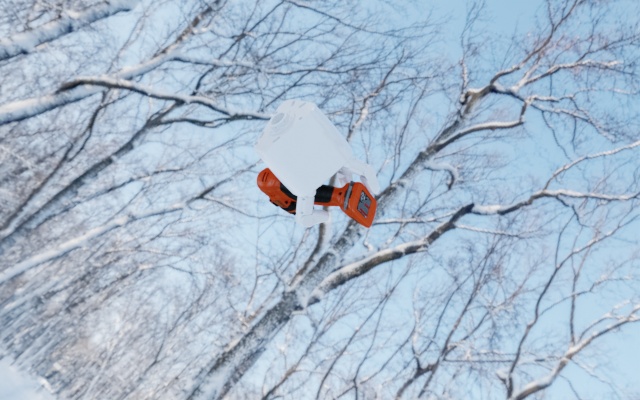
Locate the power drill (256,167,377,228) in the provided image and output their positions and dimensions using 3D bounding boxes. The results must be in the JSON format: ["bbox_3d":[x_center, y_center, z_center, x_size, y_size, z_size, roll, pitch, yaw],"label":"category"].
[{"bbox_3d":[0.000,0.003,0.850,0.187,0.057,0.184,8,-15,26],"label":"power drill"}]
